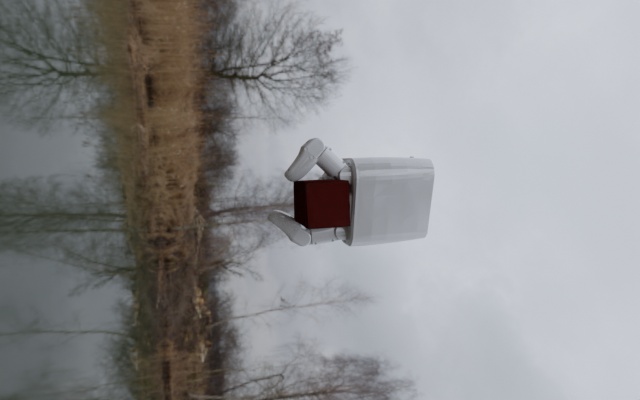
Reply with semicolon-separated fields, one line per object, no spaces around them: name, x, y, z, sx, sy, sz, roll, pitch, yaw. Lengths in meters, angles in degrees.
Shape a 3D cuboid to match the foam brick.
foam brick;0.000;0.002;0.556;0.051;0.053;0.078;-2;5;-13
